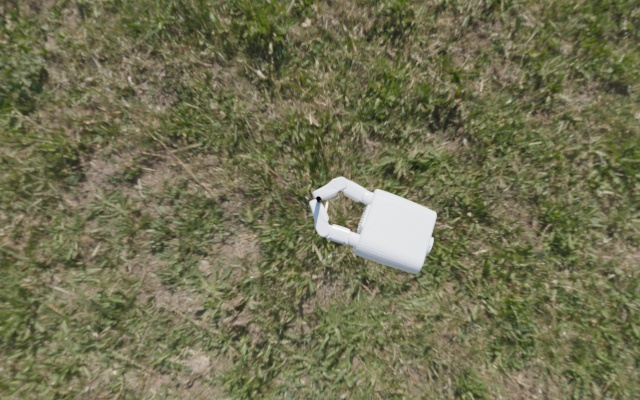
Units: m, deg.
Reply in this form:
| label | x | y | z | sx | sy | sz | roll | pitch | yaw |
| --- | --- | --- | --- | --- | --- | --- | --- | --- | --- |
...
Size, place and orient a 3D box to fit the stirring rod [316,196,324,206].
| label | x | y | z | sx | sy | sz | roll | pitch | yaw |
| --- | --- | --- | --- | --- | --- | --- | --- | --- | --- |
| stirring rod | 0.000 | 0.003 | 0.822 | 0.011 | 0.011 | 0.239 | 0 | -3 | 1 |
